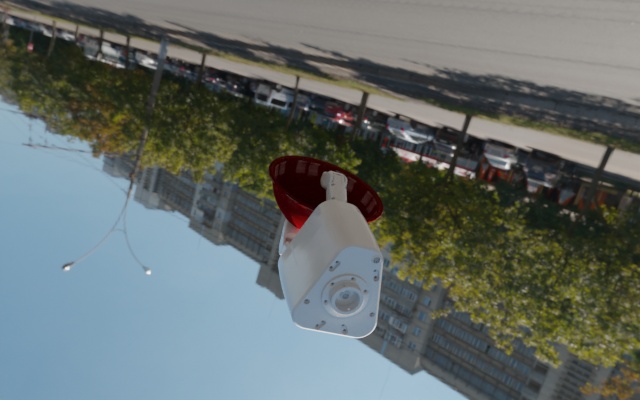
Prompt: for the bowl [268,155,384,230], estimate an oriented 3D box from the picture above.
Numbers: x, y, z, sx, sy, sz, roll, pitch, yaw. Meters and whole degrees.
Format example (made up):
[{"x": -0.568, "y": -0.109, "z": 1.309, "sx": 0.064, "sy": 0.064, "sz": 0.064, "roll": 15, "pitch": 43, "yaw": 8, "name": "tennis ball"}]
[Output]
[{"x": 0.000, "y": 0.002, "z": 0.643, "sx": 0.162, "sy": 0.055, "sz": 0.162, "roll": 18, "pitch": 27, "yaw": -10, "name": "bowl"}]
